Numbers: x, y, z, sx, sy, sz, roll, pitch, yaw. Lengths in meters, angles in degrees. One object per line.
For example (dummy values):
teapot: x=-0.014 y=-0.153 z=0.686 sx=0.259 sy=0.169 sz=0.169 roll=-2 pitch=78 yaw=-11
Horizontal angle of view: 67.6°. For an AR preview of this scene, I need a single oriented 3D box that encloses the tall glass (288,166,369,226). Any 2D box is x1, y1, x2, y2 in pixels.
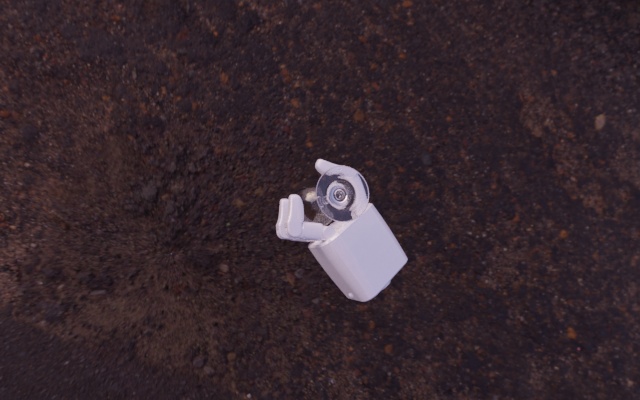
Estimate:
tall glass: x=0.000 y=0.002 z=0.713 sx=0.079 sy=0.079 sz=0.201 roll=0 pitch=-6 yaw=-17
